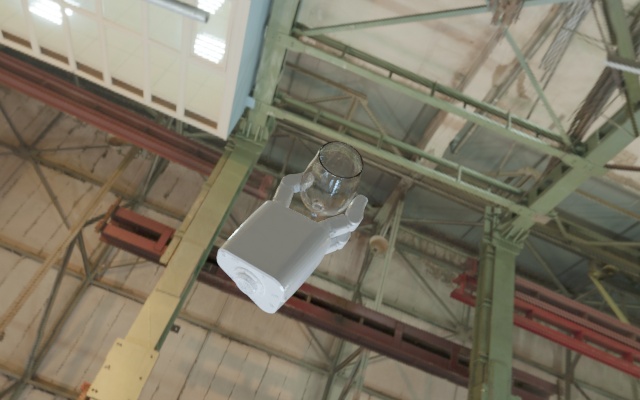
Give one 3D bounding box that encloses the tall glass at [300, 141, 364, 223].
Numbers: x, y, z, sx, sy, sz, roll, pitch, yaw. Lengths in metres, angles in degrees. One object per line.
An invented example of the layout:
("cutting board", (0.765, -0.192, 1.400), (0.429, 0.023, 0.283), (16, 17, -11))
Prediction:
("tall glass", (0.000, 0.003, 0.694), (0.079, 0.079, 0.201), (0, -34, -19))
